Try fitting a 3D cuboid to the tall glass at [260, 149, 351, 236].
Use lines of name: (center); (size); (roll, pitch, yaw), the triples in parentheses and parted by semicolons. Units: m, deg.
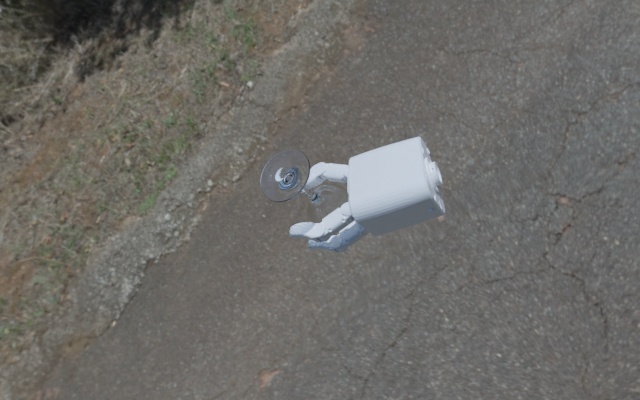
tall glass: (0.000, 0.002, 0.691); (0.079, 0.079, 0.201); (0, -21, 29)
